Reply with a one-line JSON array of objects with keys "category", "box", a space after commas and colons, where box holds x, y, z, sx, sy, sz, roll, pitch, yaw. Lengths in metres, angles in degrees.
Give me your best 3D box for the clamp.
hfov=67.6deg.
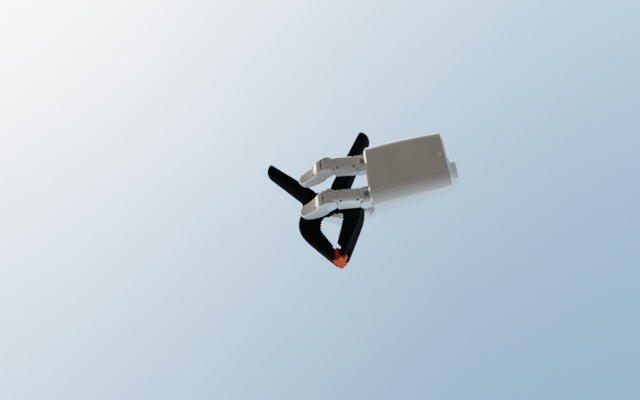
[{"category": "clamp", "box": [0.001, 0.003, 0.685, 0.164, 0.209, 0.036, -14, -36, 15]}]
